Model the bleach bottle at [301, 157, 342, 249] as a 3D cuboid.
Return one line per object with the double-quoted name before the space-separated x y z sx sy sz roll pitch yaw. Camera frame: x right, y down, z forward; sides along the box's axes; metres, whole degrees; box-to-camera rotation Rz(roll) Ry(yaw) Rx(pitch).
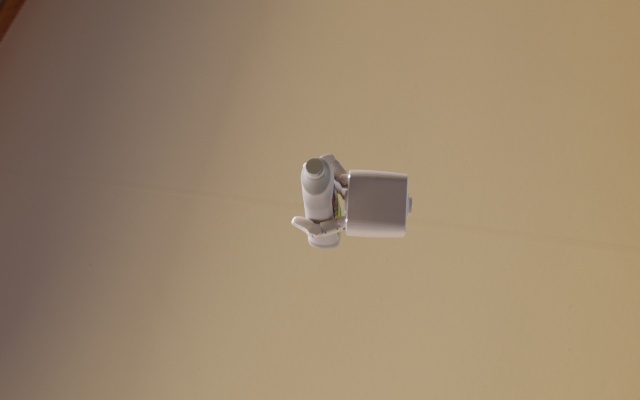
"bleach bottle" 0.000 0.003 0.869 0.068 0.102 0.251 3 -23 7
